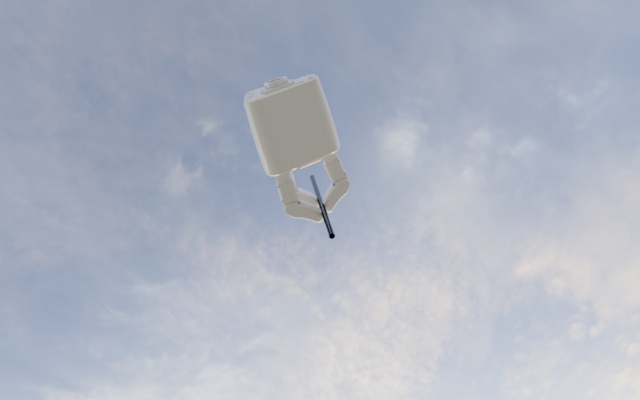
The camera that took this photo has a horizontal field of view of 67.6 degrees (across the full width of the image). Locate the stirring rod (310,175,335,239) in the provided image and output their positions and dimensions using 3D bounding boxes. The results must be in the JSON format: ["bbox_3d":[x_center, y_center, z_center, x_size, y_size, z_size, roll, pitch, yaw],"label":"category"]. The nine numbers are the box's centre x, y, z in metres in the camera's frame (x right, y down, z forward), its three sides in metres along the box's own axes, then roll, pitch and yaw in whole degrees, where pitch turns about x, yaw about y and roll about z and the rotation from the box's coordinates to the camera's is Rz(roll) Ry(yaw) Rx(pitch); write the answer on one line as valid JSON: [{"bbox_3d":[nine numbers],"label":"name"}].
[{"bbox_3d":[0.000,0.002,0.718,0.011,0.011,0.239,0,21,-7],"label":"stirring rod"}]
